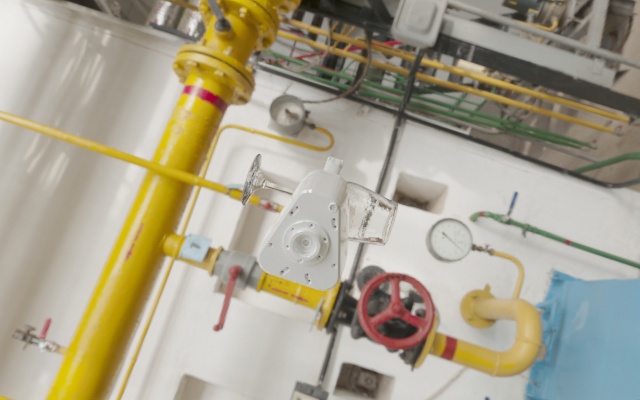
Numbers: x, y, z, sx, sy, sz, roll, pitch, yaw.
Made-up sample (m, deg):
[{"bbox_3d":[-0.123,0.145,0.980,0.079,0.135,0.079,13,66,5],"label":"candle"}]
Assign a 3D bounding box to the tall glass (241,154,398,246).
[{"bbox_3d":[-0.001,0.002,0.648,0.201,0.079,0.079,18,0,2],"label":"tall glass"}]
